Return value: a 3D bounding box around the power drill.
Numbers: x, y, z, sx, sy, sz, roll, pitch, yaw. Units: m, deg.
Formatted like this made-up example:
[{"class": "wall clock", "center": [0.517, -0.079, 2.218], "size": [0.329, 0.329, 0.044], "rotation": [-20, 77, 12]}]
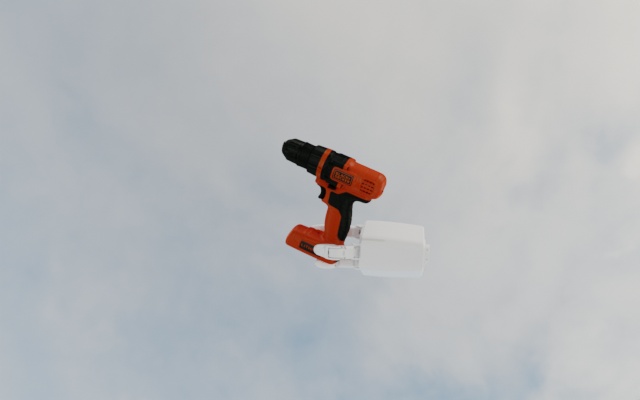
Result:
[{"class": "power drill", "center": [0.000, 0.003, 0.813], "size": [0.184, 0.188, 0.057], "rotation": [25, 28, 12]}]
